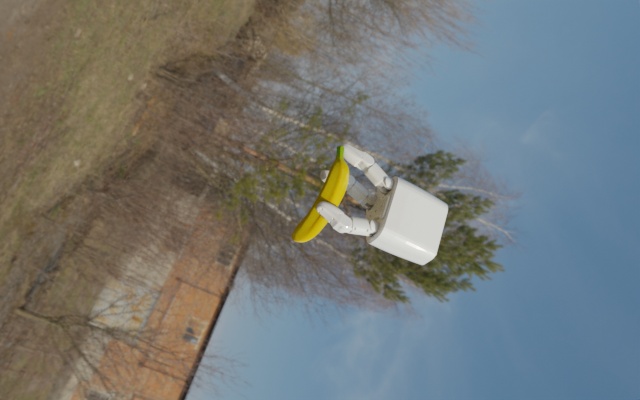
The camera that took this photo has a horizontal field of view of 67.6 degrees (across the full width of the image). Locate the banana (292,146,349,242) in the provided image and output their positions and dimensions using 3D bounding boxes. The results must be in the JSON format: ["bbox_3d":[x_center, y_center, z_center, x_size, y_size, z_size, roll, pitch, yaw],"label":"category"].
[{"bbox_3d":[0.002,0.010,0.781,0.037,0.198,0.069,23,29,-13],"label":"banana"}]
